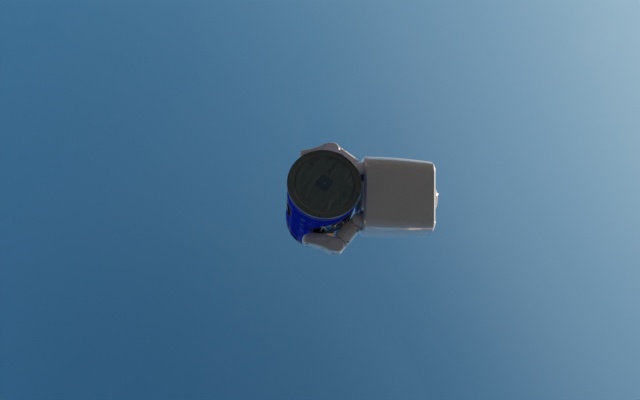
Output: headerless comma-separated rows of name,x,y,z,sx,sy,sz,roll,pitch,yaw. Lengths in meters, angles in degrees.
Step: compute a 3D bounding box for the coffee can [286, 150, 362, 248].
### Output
coffee can,0.000,0.002,0.713,0.103,0.102,0.140,0,-22,-5
